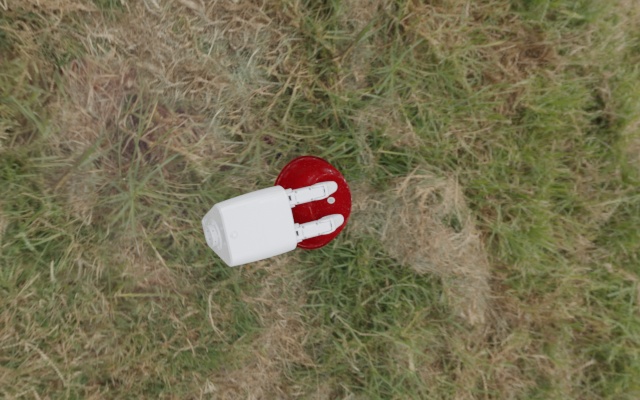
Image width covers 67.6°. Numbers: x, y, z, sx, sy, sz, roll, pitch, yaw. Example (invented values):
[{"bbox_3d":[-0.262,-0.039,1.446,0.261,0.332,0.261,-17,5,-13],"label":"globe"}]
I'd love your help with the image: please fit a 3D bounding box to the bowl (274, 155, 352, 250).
[{"bbox_3d":[0.001,0.002,0.797,0.162,0.162,0.055,0,-1,-39],"label":"bowl"}]
